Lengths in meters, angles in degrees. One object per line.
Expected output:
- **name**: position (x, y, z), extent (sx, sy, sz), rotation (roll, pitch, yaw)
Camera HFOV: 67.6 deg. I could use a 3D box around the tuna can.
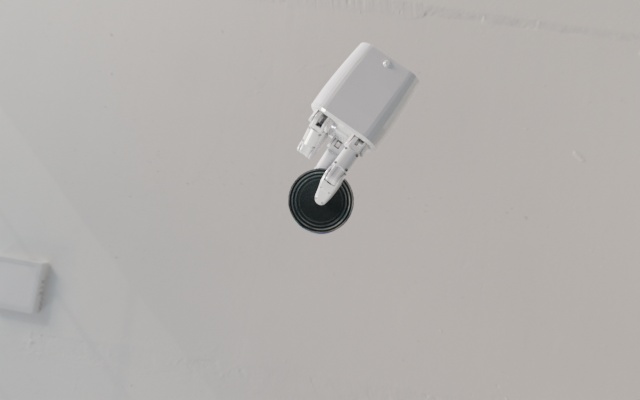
- **tuna can**: position (0.000, 0.002, 0.636), extent (0.086, 0.086, 0.034), rotation (0, -7, -2)
